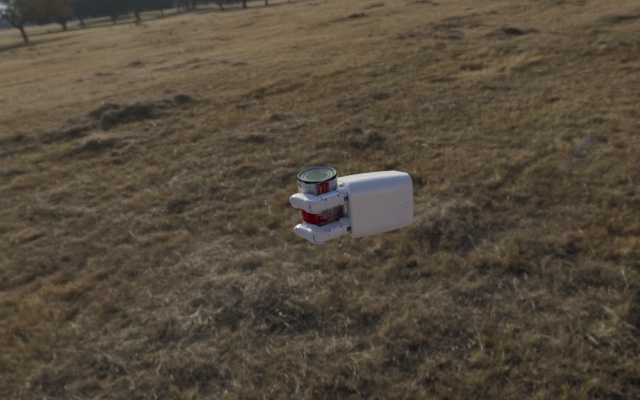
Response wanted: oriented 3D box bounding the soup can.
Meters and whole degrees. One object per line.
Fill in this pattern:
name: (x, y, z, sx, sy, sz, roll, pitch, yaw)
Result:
soup can: (0.000, 0.002, 0.794, 0.068, 0.102, 0.068, -6, 25, 3)
